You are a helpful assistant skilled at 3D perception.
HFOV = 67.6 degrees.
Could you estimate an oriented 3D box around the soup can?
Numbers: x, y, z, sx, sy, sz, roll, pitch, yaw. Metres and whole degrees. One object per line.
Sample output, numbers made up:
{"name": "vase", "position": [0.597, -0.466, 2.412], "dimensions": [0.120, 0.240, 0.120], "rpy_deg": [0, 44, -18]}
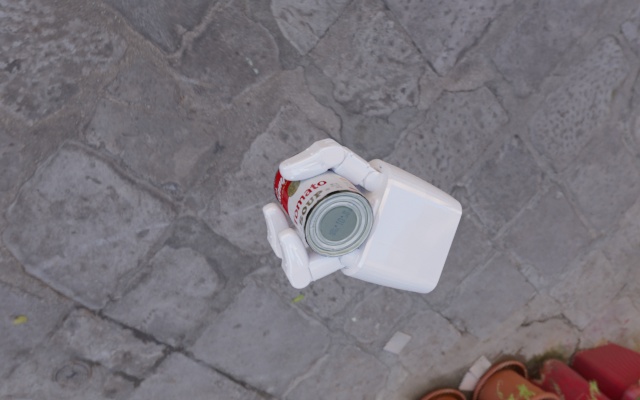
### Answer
{"name": "soup can", "position": [0.000, 0.001, 0.459], "dimensions": [0.068, 0.068, 0.102], "rpy_deg": [0, 25, -22]}
